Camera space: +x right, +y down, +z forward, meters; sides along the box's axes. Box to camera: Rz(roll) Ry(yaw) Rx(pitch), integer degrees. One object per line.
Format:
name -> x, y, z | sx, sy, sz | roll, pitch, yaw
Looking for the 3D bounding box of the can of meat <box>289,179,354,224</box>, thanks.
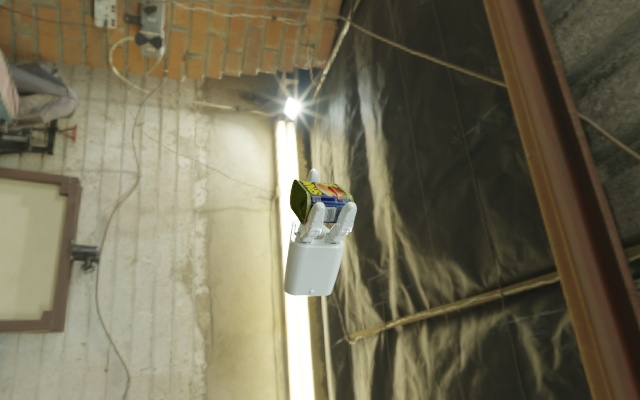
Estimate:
can of meat -> 0.000, 0.003, 0.829 | 0.084, 0.057, 0.102 | 4, 19, -20
